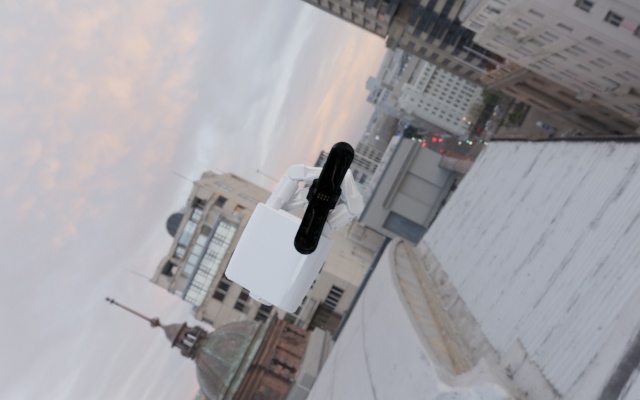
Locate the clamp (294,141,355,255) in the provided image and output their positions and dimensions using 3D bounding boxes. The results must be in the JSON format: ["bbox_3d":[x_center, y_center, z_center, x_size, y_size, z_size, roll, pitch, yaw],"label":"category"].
[{"bbox_3d":[0.000,0.001,0.546,0.039,0.120,0.171,28,-4,1],"label":"clamp"}]
